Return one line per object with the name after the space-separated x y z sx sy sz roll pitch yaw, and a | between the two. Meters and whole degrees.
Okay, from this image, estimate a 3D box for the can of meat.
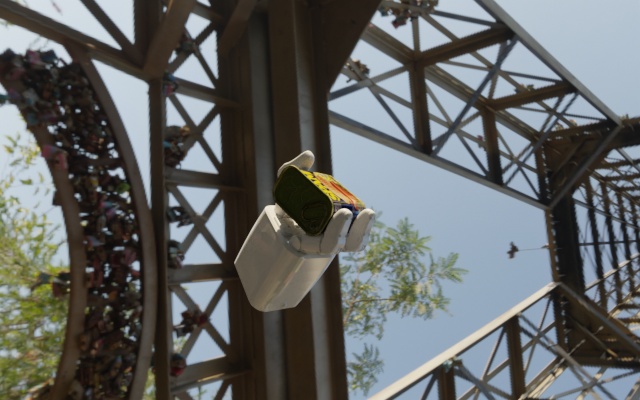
0.000 0.002 0.640 0.102 0.057 0.084 42 21 32 | can of meat
